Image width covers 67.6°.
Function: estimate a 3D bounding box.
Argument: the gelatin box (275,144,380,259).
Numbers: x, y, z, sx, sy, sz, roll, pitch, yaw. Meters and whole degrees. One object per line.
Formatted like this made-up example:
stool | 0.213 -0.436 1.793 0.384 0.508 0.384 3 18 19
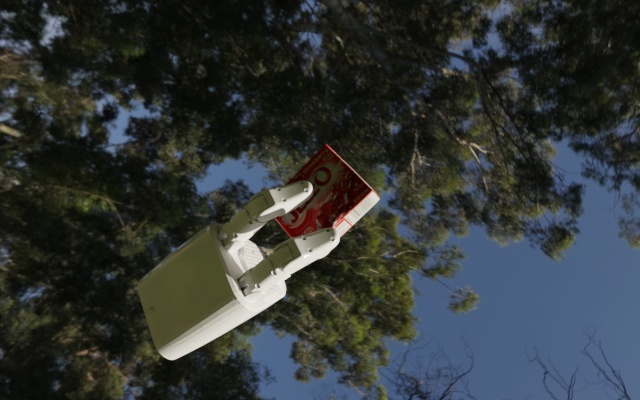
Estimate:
gelatin box | 0.000 0.001 0.467 0.073 0.089 0.030 47 3 28
